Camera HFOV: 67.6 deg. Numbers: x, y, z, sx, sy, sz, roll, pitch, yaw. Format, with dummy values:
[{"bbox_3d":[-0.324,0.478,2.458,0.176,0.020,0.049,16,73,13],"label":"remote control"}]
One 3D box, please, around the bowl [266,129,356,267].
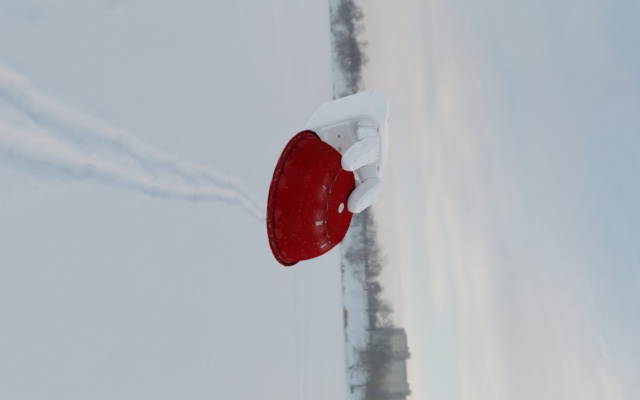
[{"bbox_3d":[0.000,0.003,0.550,0.055,0.162,0.162,10,4,22],"label":"bowl"}]
